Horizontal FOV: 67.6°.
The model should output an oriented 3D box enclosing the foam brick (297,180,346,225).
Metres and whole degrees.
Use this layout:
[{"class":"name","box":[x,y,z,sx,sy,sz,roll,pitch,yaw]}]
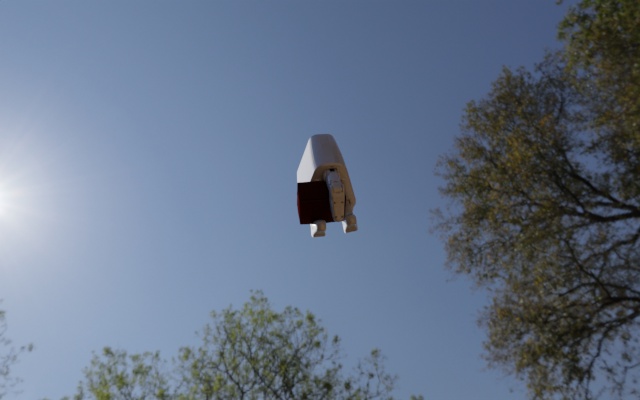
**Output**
[{"class":"foam brick","box":[0.000,0.003,0.798,0.078,0.053,0.051,-4,39,-8]}]
